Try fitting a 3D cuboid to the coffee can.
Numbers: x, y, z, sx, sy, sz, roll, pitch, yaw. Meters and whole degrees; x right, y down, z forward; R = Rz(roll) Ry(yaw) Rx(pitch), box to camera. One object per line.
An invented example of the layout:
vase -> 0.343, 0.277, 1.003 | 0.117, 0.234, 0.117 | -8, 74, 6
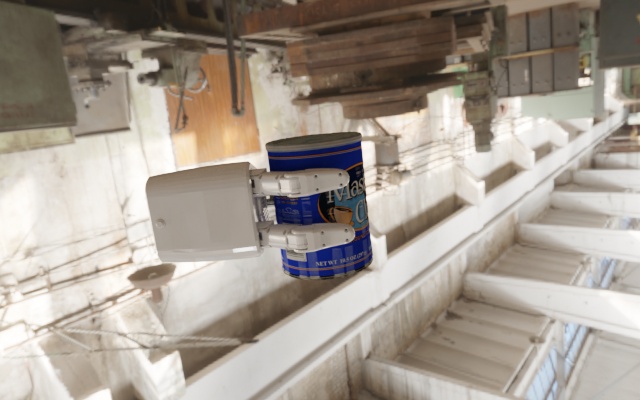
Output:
coffee can -> 0.000, 0.002, 0.518 | 0.103, 0.140, 0.102 | -6, 12, 1
